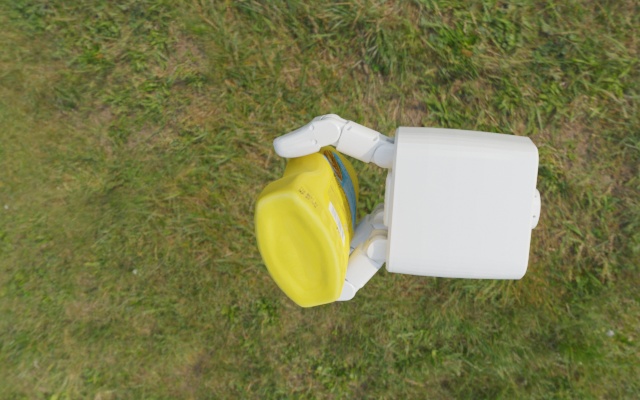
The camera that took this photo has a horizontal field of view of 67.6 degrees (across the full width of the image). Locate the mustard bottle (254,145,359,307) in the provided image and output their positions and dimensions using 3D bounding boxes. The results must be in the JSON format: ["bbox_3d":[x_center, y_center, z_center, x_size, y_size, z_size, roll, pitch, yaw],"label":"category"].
[{"bbox_3d":[0.000,0.002,0.422,0.058,0.096,0.191,-17,19,17],"label":"mustard bottle"}]
